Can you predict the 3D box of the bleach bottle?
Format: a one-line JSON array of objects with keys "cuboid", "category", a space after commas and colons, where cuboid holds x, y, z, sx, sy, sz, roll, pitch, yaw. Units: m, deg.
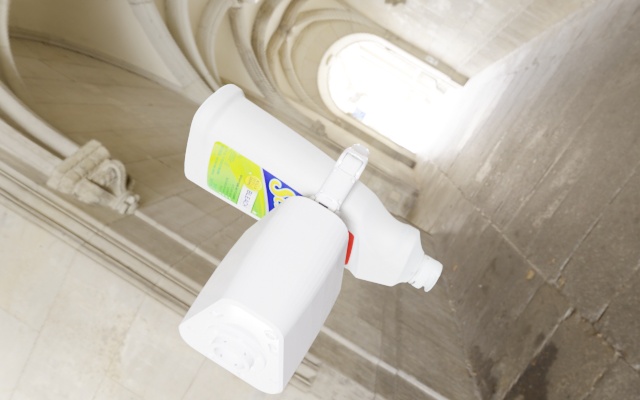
[{"cuboid": [0.000, 0.001, 0.438, 0.251, 0.068, 0.103, 31, -42, 2], "category": "bleach bottle"}]
